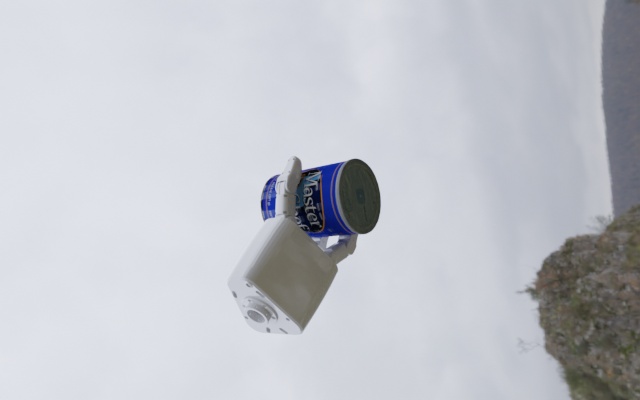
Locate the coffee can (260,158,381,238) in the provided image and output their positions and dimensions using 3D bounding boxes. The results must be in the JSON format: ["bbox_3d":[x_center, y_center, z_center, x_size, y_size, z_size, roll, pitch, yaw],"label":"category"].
[{"bbox_3d":[0.000,0.002,0.680,0.140,0.103,0.103,-8,-5,37],"label":"coffee can"}]
